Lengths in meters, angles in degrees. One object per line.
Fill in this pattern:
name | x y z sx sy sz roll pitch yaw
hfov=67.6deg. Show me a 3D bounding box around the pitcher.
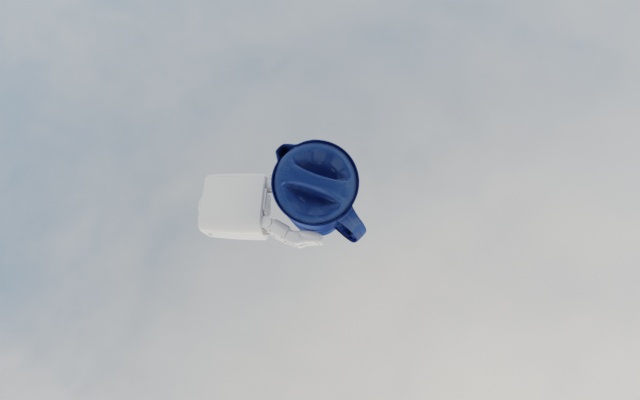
pitcher | 0.000 0.003 0.824 0.145 0.149 0.243 0 -12 1
